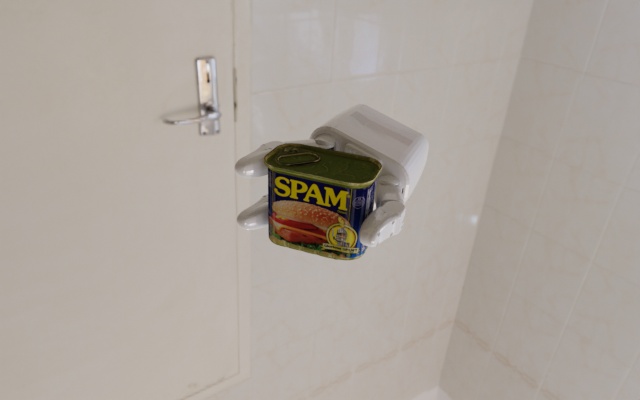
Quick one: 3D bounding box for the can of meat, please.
[{"bbox_3d":[0.000,0.002,0.440,0.102,0.084,0.057,13,31,16],"label":"can of meat"}]
